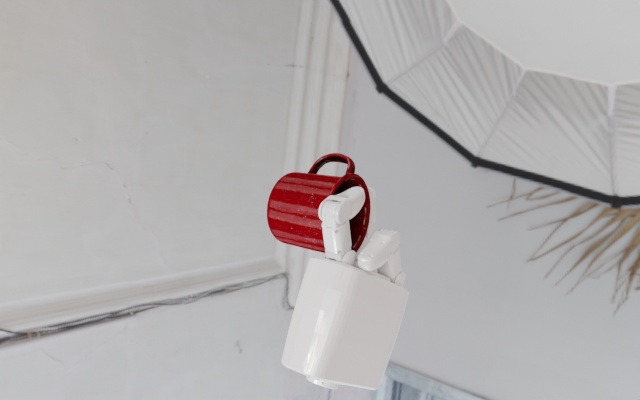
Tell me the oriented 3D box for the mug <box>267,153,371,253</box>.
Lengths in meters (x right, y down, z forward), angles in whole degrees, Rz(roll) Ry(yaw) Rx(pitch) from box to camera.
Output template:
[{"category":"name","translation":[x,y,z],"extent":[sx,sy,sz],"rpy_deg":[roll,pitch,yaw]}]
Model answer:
[{"category":"mug","translation":[0.000,0.000,0.519],"extent":[0.081,0.117,0.093],"rpy_deg":[9,-15,34]}]
